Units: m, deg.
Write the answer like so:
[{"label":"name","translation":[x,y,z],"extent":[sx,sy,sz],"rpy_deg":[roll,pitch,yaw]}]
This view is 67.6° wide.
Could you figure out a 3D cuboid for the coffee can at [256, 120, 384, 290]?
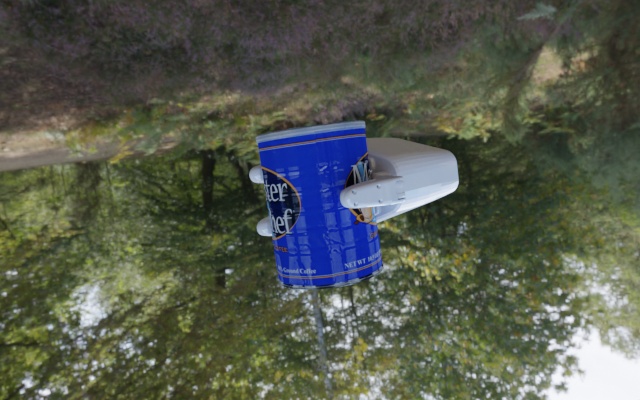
[{"label":"coffee can","translation":[0.000,0.001,0.453],"extent":[0.103,0.140,0.103],"rpy_deg":[-8,6,1]}]
